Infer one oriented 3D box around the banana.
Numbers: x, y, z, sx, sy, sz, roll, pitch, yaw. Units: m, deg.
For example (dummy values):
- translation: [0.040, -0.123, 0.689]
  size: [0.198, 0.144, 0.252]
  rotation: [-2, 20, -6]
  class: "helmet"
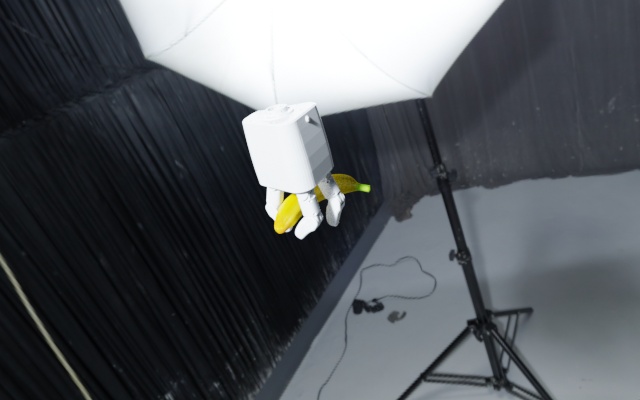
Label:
- translation: [-0.009, -0.004, 0.796]
  size: [0.197, 0.037, 0.069]
  rotation: [-26, 34, -31]
  class: "banana"
